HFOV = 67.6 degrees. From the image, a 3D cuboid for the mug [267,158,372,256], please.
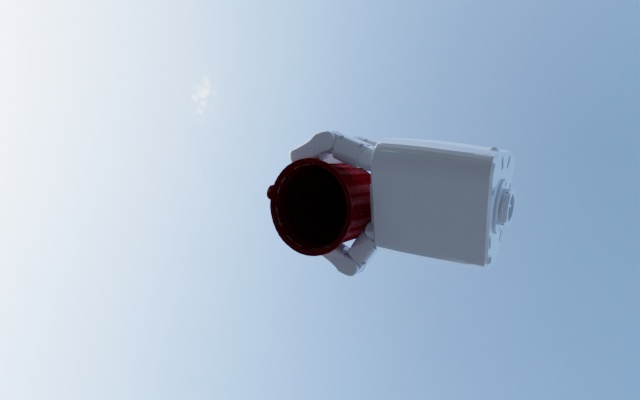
[{"bbox_3d":[-0.001,0.001,0.489,0.117,0.093,0.081,11,10,31],"label":"mug"}]
